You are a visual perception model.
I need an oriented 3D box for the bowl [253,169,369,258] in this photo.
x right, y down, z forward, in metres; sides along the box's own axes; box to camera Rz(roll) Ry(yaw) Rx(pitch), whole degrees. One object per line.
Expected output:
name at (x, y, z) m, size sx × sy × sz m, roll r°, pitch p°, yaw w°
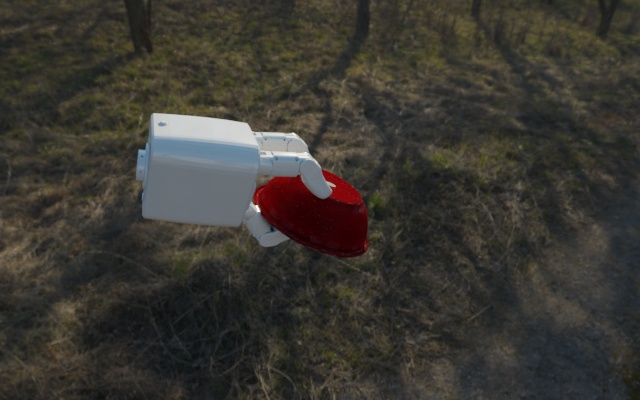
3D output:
bowl at (0.001, 0.002, 0.602) m, size 0.162 × 0.055 × 0.162 m, roll 24°, pitch 20°, yaw -9°
